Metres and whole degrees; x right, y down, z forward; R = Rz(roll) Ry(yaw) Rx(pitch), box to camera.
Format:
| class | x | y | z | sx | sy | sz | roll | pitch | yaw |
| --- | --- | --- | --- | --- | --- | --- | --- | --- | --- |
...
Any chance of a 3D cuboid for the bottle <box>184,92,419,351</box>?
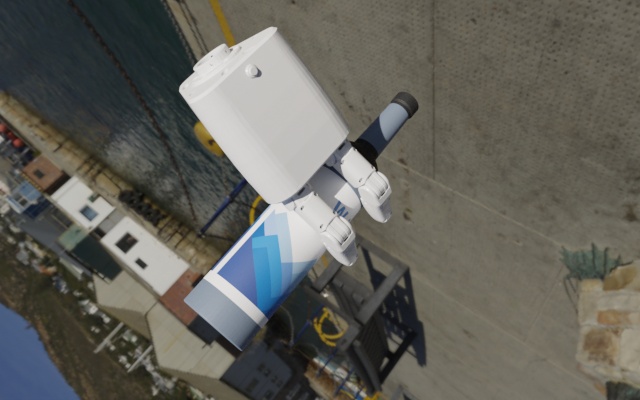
| class | x | y | z | sx | sy | sz | roll | pitch | yaw |
| --- | --- | --- | --- | --- | --- | --- | --- | --- | --- |
| bottle | 0.000 | 0.002 | 0.452 | 0.069 | 0.295 | 0.069 | 36 | -19 | 15 |
